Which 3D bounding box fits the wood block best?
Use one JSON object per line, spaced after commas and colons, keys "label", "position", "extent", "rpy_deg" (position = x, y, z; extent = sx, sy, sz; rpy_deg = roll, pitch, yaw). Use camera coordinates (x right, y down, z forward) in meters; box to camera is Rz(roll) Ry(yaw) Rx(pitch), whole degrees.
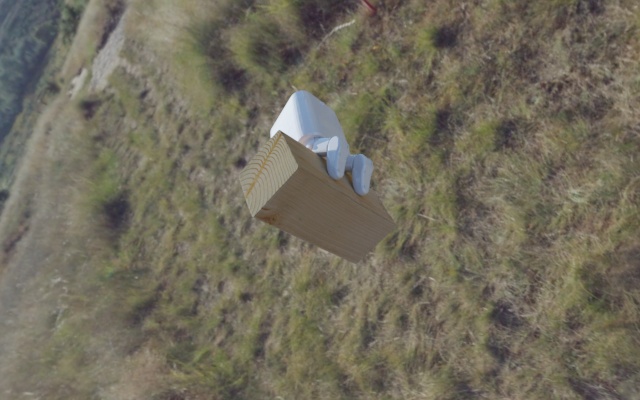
{"label": "wood block", "position": [0.000, 0.002, 0.669], "extent": [0.206, 0.091, 0.090], "rpy_deg": [29, 24, -40]}
